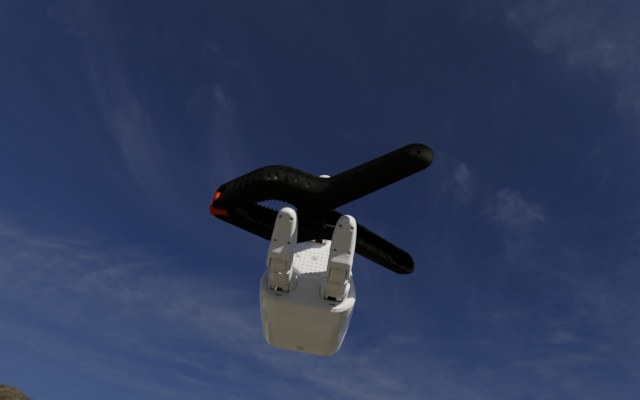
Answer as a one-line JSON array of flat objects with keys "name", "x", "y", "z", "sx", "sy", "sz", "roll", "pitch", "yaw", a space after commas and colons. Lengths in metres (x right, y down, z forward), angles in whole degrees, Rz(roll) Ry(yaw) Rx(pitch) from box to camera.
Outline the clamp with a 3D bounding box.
[{"name": "clamp", "x": 0.000, "y": 0.001, "z": 0.447, "sx": 0.210, "sy": 0.036, "sz": 0.165, "roll": 9, "pitch": -44, "yaw": 2}]
